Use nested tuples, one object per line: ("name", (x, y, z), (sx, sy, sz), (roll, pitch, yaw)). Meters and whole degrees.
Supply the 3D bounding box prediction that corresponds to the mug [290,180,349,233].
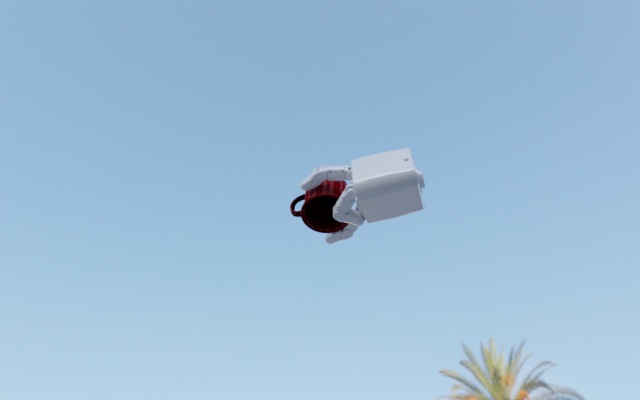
("mug", (-0.001, 0.003, 0.891), (0.117, 0.093, 0.081), (-13, 37, 12))
